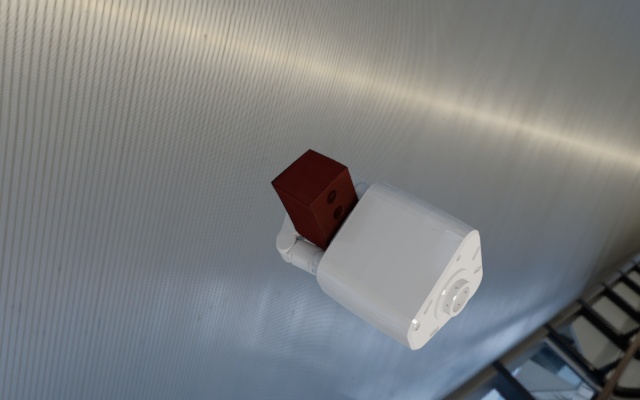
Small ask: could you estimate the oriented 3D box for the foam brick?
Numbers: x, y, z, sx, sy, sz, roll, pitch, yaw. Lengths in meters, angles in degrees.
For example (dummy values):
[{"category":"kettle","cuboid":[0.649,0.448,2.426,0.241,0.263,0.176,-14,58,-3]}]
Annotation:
[{"category":"foam brick","cuboid":[0.000,0.001,0.447,0.051,0.053,0.078,30,-24,38]}]
